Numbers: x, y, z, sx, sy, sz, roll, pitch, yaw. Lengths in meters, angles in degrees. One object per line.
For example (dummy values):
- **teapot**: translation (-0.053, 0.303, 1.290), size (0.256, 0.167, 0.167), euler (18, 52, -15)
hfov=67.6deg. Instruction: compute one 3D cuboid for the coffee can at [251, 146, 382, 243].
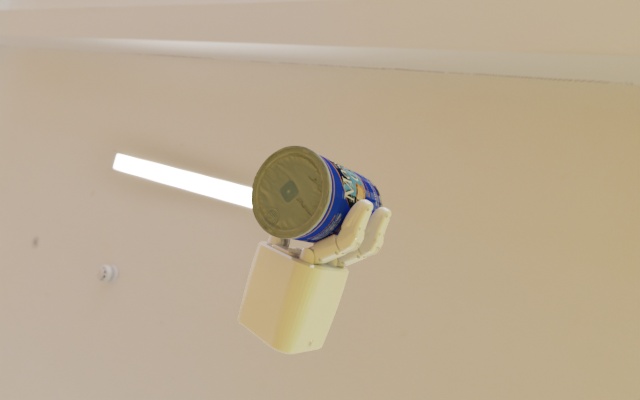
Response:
- **coffee can**: translation (0.000, 0.002, 0.574), size (0.103, 0.103, 0.140), euler (0, -10, 31)
